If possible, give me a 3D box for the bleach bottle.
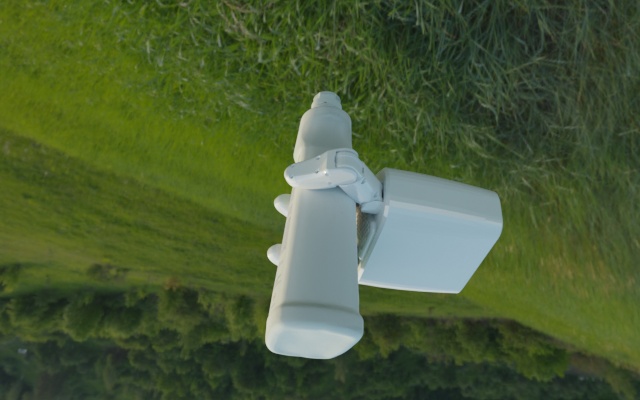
[{"bbox_3d":[0.000,0.001,0.422,0.068,0.250,0.103,9,-30,-8],"label":"bleach bottle"}]
